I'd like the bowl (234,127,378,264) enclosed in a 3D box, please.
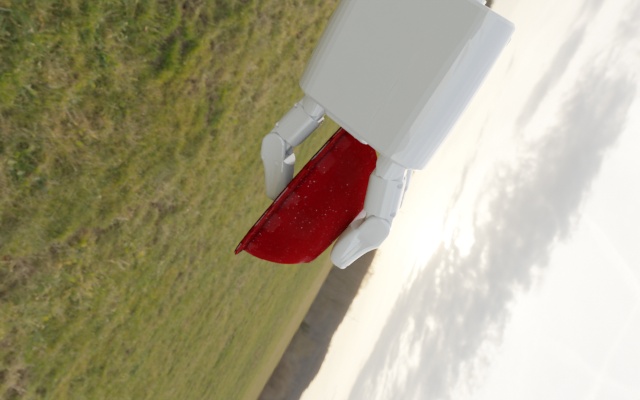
[{"bbox_3d":[0.000,0.002,0.410,0.055,0.162,0.162,42,-1,-1],"label":"bowl"}]
